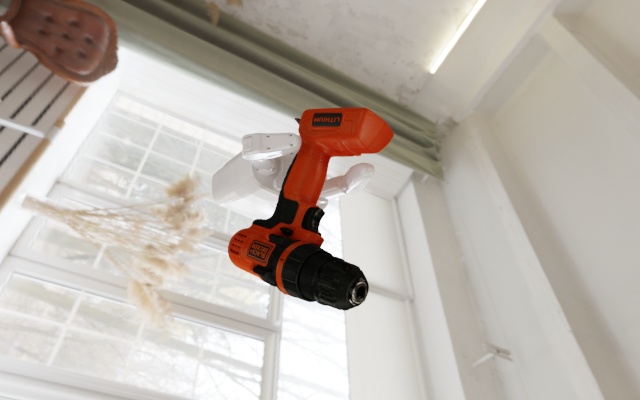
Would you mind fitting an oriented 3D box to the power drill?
[{"bbox_3d":[0.000,0.001,0.463,0.184,0.187,0.057,12,-19,47],"label":"power drill"}]
